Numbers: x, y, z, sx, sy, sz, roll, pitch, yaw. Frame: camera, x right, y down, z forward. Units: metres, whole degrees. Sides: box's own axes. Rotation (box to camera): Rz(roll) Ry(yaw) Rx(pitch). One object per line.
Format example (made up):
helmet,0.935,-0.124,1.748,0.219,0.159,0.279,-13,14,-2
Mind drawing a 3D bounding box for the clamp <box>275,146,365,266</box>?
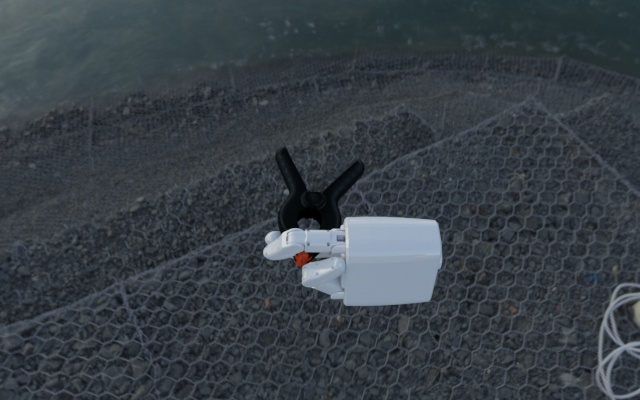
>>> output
clamp,0.000,0.002,0.607,0.120,0.171,0.039,-1,-32,0
